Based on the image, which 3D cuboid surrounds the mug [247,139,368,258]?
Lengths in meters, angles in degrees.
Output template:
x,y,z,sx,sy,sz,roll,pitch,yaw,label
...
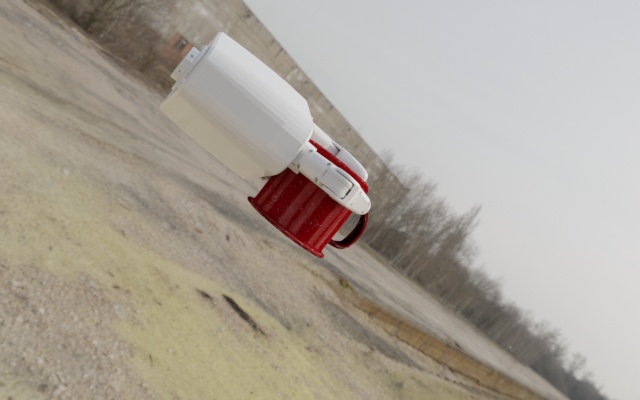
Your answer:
x,y,z,sx,sy,sz,roll,pitch,yaw,label
0.001,0.002,0.462,0.117,0.081,0.093,38,1,-24,mug
